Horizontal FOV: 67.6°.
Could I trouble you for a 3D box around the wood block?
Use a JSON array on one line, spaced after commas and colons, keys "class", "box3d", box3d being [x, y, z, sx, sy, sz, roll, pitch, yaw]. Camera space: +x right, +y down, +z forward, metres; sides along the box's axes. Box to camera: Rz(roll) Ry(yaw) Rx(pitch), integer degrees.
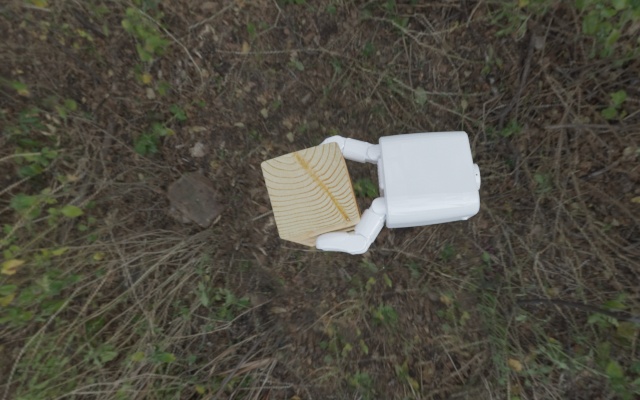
[{"class": "wood block", "box3d": [0.000, 0.002, 0.615, 0.090, 0.091, 0.206, -16, -10, 5]}]
